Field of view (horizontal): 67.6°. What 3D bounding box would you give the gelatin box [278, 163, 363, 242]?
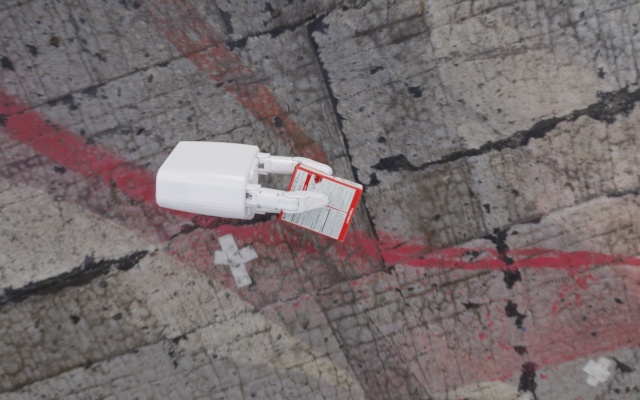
[{"bbox_3d":[0.000,0.002,0.603,0.089,0.073,0.030,20,14,1],"label":"gelatin box"}]
